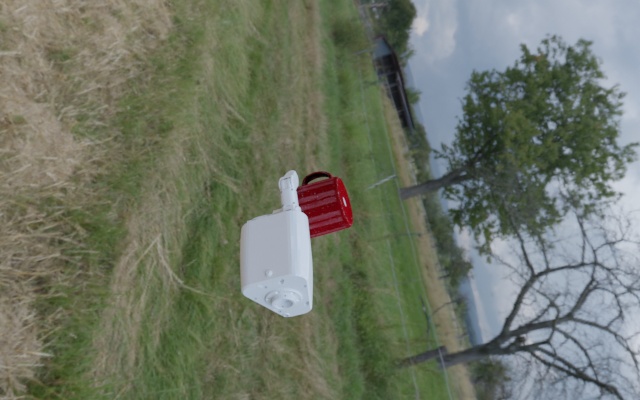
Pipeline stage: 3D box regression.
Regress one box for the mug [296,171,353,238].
[{"bbox_3d":[0.000,0.001,0.747,0.081,0.117,0.093,-16,-40,13],"label":"mug"}]
